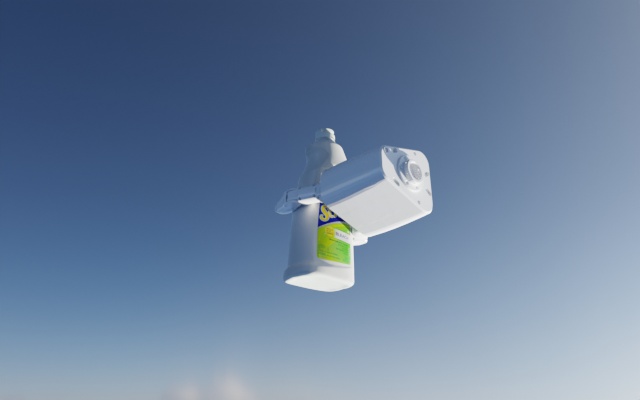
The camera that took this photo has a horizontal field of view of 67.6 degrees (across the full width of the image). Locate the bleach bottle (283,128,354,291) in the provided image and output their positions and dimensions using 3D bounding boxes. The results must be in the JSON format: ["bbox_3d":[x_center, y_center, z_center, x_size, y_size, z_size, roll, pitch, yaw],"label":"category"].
[{"bbox_3d":[0.000,0.002,0.714,0.102,0.250,0.068,20,-31,-37],"label":"bleach bottle"}]
